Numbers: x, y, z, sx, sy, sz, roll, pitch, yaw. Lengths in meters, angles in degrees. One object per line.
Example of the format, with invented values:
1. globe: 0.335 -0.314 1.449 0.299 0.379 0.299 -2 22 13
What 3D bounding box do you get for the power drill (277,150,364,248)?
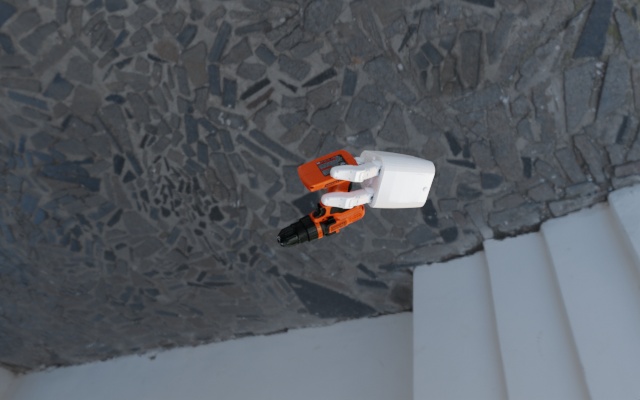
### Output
1. power drill: 0.000 0.003 0.883 0.184 0.057 0.188 -24 -32 -17
